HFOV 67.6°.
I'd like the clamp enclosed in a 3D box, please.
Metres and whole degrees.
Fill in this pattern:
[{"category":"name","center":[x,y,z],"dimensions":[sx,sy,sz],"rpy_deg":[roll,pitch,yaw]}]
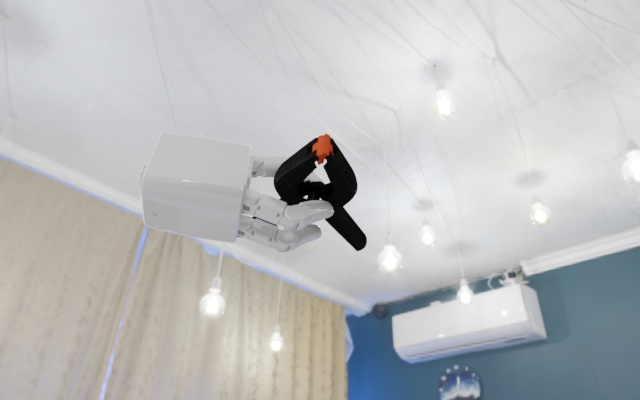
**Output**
[{"category":"clamp","center":[0.000,0.001,0.570],"dimensions":[0.164,0.036,0.210],"rpy_deg":[10,-34,-10]}]
